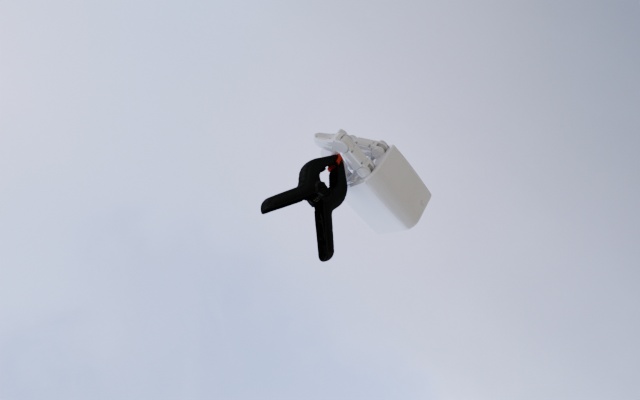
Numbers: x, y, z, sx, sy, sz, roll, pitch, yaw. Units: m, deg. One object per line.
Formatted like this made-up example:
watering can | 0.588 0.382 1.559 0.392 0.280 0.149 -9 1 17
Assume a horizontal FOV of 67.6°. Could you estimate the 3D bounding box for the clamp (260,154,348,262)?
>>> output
clamp | 0.000 0.002 0.681 0.039 0.120 0.171 -25 19 47
